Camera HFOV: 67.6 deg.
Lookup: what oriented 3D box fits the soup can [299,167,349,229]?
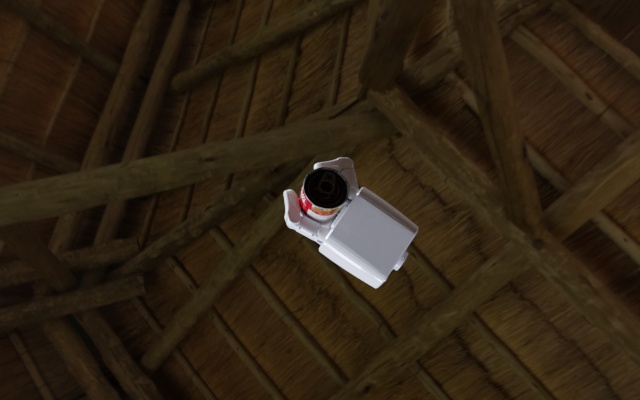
[{"bbox_3d":[0.000,0.002,0.734,0.068,0.068,0.102,0,-25,-11],"label":"soup can"}]
